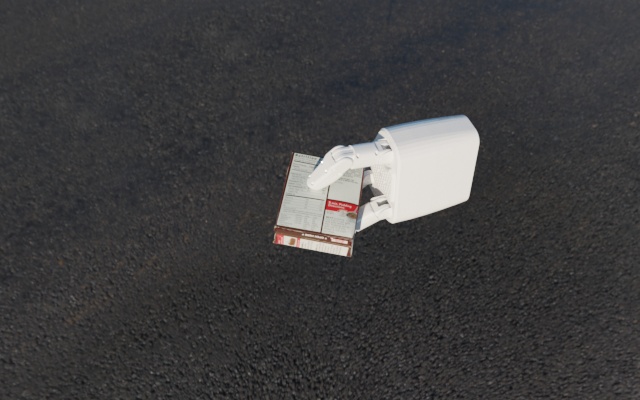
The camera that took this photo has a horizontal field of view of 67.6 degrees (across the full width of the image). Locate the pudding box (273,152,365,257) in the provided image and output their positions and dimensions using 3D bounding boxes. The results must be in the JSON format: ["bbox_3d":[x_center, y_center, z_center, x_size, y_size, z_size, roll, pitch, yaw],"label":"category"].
[{"bbox_3d":[0.000,0.002,0.549,0.090,0.113,0.039,10,-37,2],"label":"pudding box"}]
